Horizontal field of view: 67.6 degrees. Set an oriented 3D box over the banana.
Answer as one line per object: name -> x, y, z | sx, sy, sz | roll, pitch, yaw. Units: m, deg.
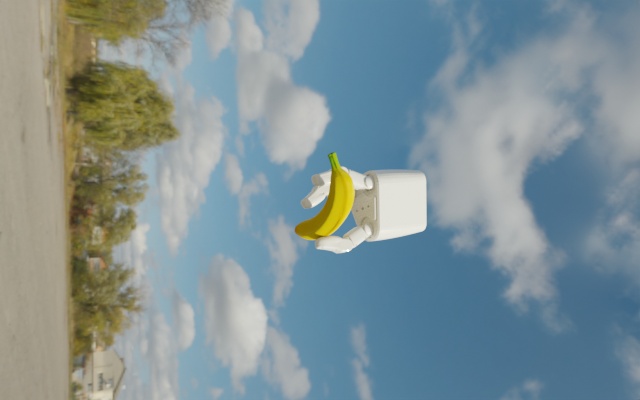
banana -> 0.009, 0.015, 0.726 | 0.037, 0.069, 0.198 | -11, -32, -30
